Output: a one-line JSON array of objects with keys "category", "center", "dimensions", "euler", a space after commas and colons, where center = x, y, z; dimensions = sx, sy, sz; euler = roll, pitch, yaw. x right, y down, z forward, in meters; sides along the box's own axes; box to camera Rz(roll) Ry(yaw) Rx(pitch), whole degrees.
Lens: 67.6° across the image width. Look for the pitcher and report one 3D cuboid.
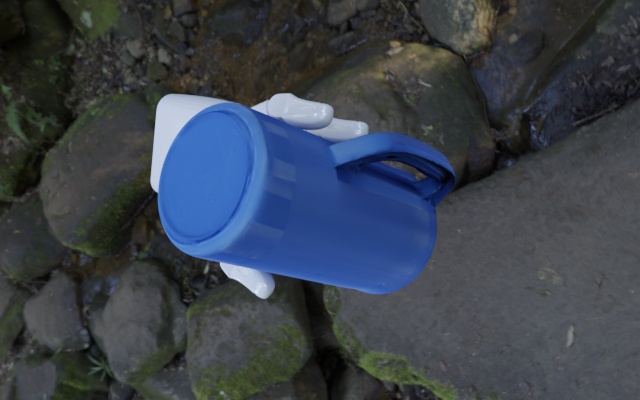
[{"category": "pitcher", "center": [0.000, 0.001, 0.405], "dimensions": [0.145, 0.149, 0.243], "euler": [18, 0, 38]}]
